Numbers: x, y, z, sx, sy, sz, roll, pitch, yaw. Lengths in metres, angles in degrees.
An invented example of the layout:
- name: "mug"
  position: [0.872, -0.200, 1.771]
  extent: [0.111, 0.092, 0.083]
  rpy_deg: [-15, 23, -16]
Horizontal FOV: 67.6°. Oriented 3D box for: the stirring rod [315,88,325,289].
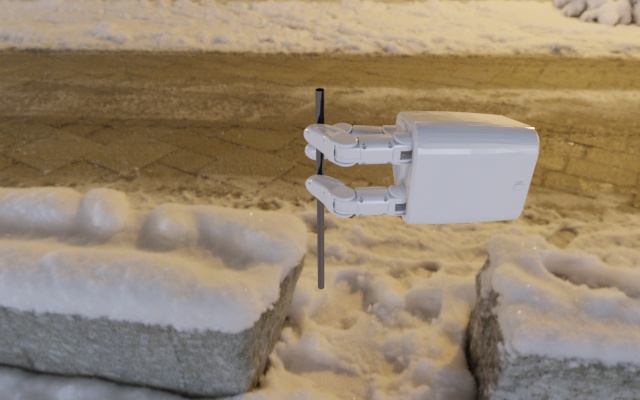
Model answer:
- name: "stirring rod"
  position: [0.000, 0.002, 0.489]
  extent: [0.011, 0.240, 0.011]
  rpy_deg: [0, 34, 0]
